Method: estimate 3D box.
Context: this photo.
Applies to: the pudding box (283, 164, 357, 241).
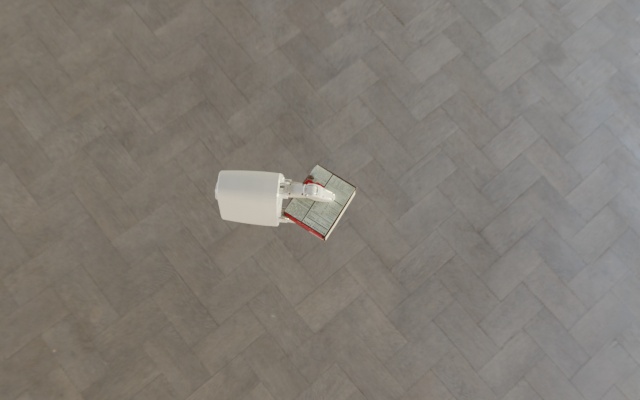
[{"bbox_3d":[0.000,0.003,0.859,0.090,0.113,0.039,32,-12,6],"label":"pudding box"}]
